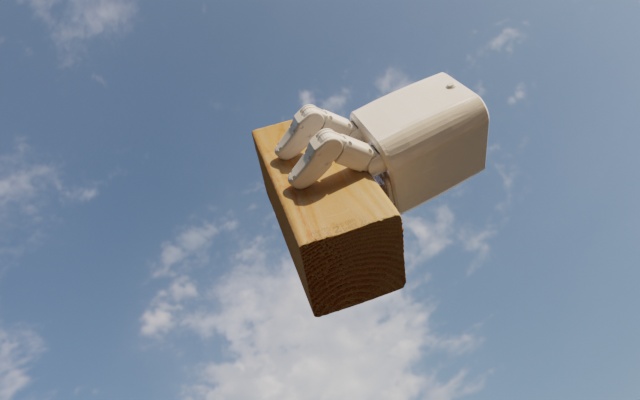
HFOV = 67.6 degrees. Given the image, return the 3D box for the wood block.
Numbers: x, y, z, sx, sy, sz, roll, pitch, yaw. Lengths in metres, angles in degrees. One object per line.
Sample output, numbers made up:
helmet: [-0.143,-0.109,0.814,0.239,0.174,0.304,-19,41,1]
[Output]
wood block: [0.000,0.002,0.481,0.090,0.091,0.206,-17,37,-8]
